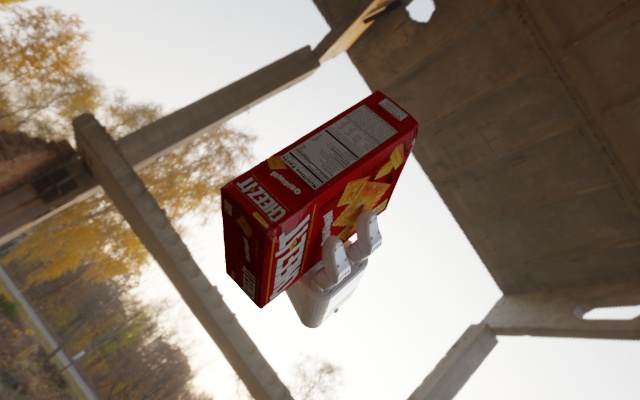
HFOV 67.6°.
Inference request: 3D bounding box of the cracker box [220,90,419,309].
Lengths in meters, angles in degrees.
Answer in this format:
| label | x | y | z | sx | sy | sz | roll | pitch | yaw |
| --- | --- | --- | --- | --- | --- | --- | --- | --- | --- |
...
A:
| label | x | y | z | sx | sy | sz | roll | pitch | yaw |
| --- | --- | --- | --- | --- | --- | --- | --- | --- | --- |
| cracker box | 0.000 | 0.001 | 0.516 | 0.213 | 0.072 | 0.164 | -36 | -23 | -29 |
